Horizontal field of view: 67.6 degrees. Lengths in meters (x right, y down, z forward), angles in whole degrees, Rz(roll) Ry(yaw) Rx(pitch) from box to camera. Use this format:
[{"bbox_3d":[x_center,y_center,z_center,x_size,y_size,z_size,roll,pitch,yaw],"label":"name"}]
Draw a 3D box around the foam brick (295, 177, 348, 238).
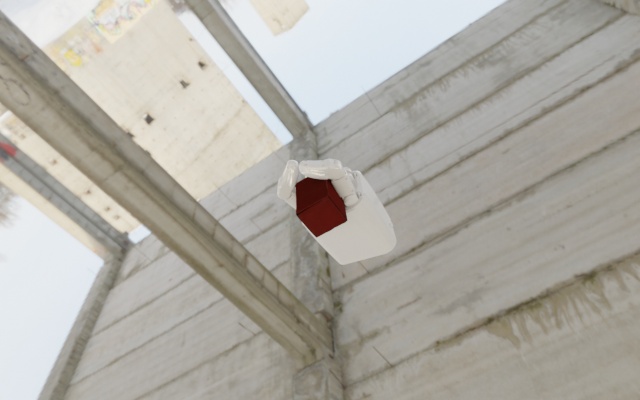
[{"bbox_3d":[0.000,0.002,0.663,0.053,0.051,0.078,-29,31,15],"label":"foam brick"}]
